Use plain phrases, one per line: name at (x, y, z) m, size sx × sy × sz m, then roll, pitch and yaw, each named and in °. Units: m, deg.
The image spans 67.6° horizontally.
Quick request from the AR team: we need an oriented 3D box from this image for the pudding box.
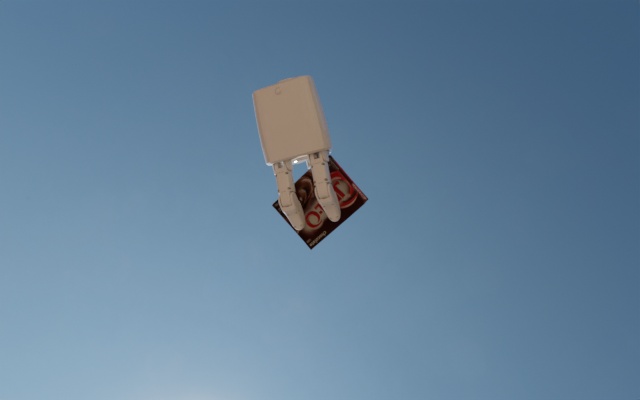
pudding box at (0.000, 0.002, 0.703) m, size 0.113 × 0.090 × 0.039 m, roll -43°, pitch -4°, yaw 18°
